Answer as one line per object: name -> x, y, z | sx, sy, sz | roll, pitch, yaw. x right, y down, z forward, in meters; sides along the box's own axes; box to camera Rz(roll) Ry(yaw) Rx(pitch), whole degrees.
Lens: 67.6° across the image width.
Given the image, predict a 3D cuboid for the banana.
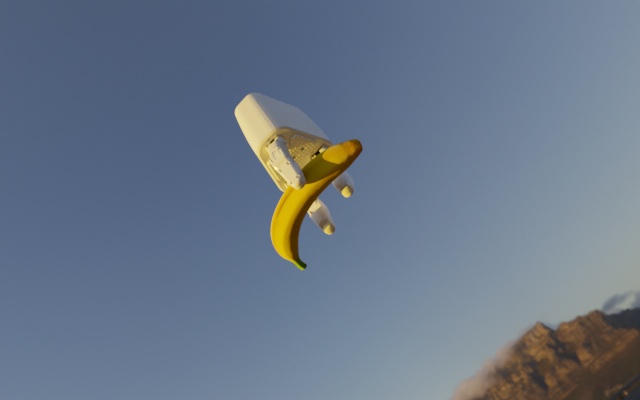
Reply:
banana -> -0.017, 0.002, 0.597 | 0.069, 0.198, 0.037 | 8, 32, -31
